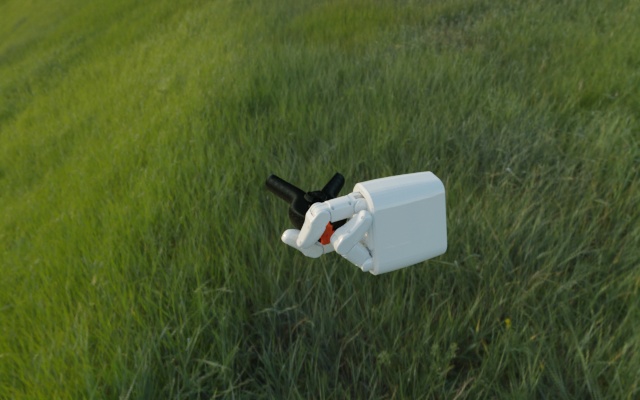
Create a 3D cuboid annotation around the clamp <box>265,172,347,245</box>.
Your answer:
[{"bbox_3d":[0.000,0.002,0.669,0.120,0.039,0.171,-12,35,-17],"label":"clamp"}]
